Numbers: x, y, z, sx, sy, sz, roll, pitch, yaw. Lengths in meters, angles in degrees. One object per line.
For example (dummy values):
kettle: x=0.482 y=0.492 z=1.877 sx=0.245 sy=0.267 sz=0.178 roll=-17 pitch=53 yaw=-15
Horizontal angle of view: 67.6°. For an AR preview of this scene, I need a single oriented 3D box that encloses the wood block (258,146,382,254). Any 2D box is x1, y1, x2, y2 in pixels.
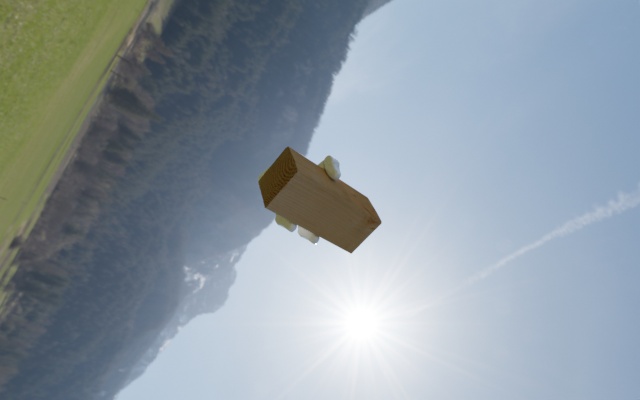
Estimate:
wood block: x=0.000 y=0.002 z=0.871 sx=0.206 sy=0.091 sz=0.090 roll=30 pitch=22 yaw=-32
